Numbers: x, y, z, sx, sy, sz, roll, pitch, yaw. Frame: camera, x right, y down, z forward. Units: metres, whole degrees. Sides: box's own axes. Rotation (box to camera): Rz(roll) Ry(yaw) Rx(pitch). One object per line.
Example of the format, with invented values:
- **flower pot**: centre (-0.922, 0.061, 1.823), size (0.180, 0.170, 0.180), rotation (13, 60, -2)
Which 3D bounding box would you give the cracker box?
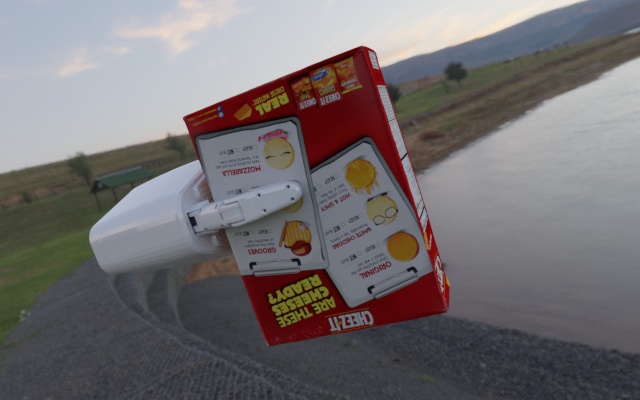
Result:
- **cracker box**: centre (0.000, 0.001, 0.409), size (0.164, 0.214, 0.072), rotation (-16, 8, 20)
